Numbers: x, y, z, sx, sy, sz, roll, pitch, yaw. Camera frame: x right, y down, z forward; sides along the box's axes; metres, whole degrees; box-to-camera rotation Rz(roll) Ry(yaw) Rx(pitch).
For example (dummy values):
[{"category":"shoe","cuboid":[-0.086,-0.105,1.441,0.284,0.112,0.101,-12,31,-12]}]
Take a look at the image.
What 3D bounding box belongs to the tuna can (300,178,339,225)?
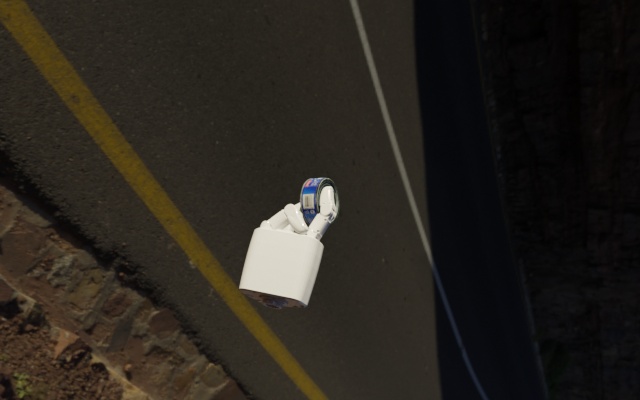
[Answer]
[{"category":"tuna can","cuboid":[0.001,0.003,0.844,0.034,0.086,0.086,-3,-2,30]}]
